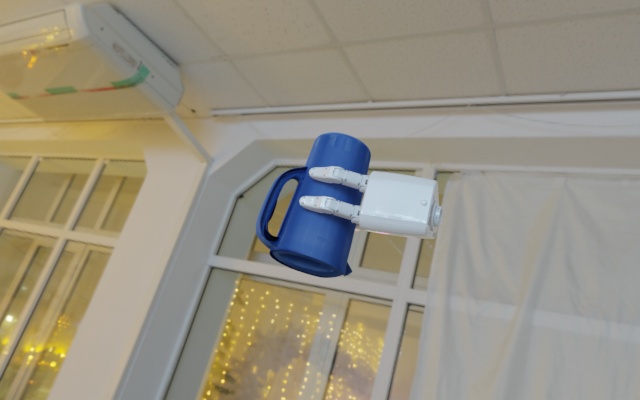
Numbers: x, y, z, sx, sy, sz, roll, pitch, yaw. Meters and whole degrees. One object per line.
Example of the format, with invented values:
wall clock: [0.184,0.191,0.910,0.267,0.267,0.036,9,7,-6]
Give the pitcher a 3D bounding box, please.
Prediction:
pitcher: [0.000,0.003,0.834,0.145,0.242,0.149,8,-22,23]
